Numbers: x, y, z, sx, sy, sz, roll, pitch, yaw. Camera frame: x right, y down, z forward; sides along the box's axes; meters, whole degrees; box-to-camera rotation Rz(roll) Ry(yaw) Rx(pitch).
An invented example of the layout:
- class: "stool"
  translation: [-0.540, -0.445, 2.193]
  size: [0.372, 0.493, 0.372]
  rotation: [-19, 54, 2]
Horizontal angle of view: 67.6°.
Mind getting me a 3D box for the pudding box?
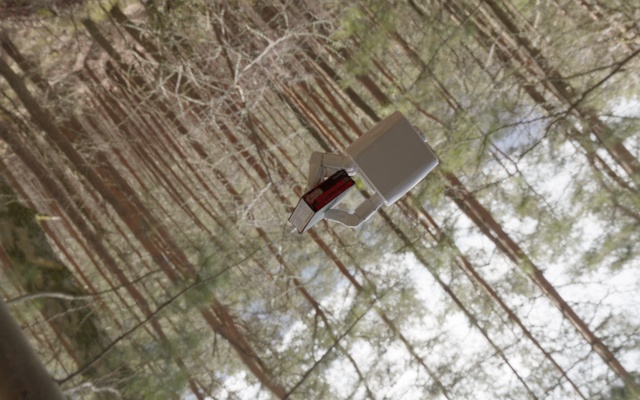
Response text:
- class: "pudding box"
  translation: [0.000, 0.003, 0.781]
  size: [0.090, 0.039, 0.113]
  rotation: [-35, -11, -25]
